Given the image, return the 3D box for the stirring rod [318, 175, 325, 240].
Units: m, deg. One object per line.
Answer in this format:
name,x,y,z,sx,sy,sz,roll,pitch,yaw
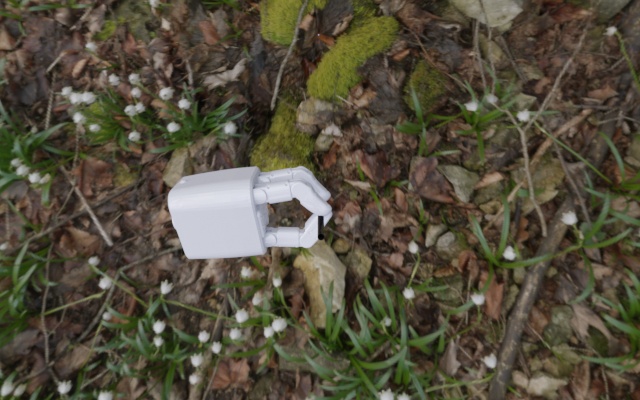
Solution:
stirring rod,0.000,0.002,0.654,0.011,0.011,0.239,0,19,0
